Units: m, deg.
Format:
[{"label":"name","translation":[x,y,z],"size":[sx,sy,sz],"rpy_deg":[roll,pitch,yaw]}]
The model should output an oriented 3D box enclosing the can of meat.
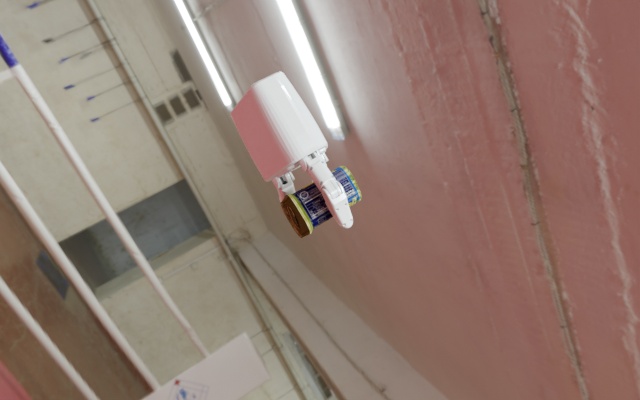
[{"label":"can of meat","translation":[0.000,0.002,0.634],"size":[0.084,0.057,0.102],"rpy_deg":[-31,-2,-14]}]
